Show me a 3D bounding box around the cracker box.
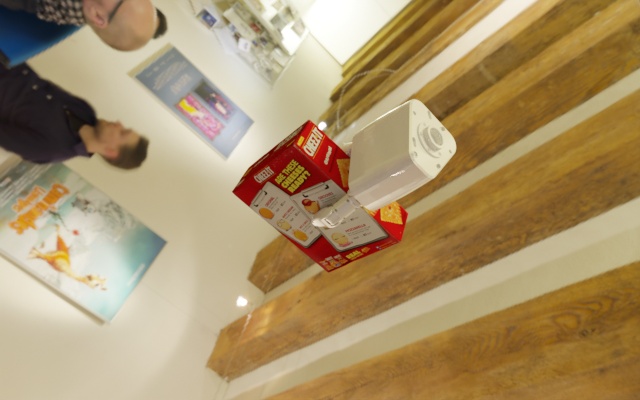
[{"bbox_3d":[0.000,0.003,0.726,0.214,0.072,0.164,42,-45,-18],"label":"cracker box"}]
